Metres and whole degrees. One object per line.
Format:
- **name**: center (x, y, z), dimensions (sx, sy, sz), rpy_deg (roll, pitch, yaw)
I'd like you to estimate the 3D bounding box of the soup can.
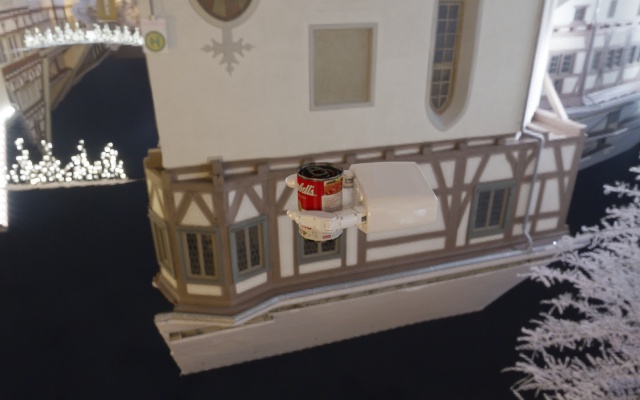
- **soup can**: center (0.000, 0.003, 0.704), dimensions (0.068, 0.102, 0.068), rpy_deg (-1, 25, 0)
